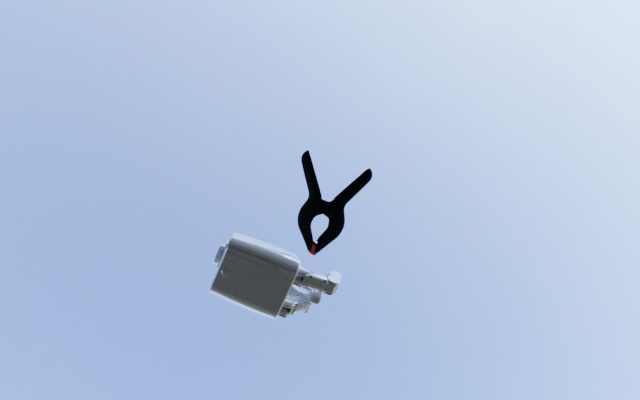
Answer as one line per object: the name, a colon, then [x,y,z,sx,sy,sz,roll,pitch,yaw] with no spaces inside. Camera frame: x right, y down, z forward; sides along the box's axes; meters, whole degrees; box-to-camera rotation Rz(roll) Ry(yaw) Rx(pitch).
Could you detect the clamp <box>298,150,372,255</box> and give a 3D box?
clamp: [0.000,0.003,0.797,0.120,0.171,0.039,25,4,0]
